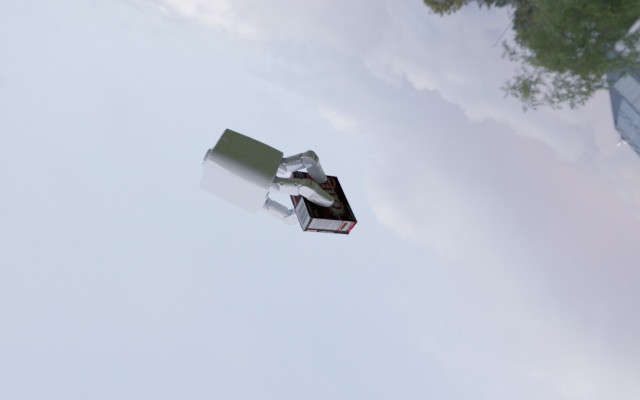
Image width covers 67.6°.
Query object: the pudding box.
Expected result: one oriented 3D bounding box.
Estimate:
[{"bbox_3d":[0.000,0.003,0.794,0.090,0.113,0.039,5,-45,-29],"label":"pudding box"}]
